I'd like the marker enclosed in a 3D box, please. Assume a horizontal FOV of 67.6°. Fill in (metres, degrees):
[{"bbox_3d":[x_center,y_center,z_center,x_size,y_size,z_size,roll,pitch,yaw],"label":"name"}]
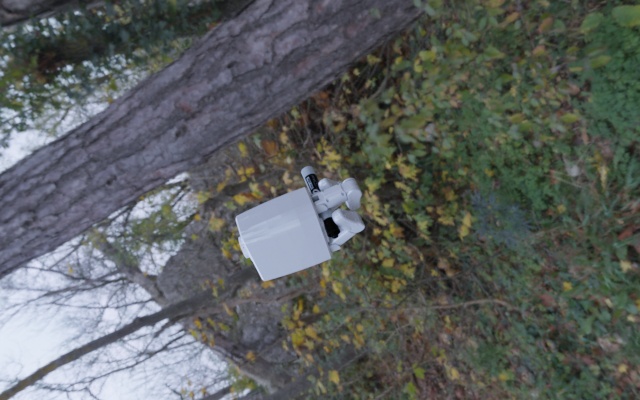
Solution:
[{"bbox_3d":[0.000,0.002,0.668,0.020,0.121,0.020,-16,-33,-11],"label":"marker"}]
